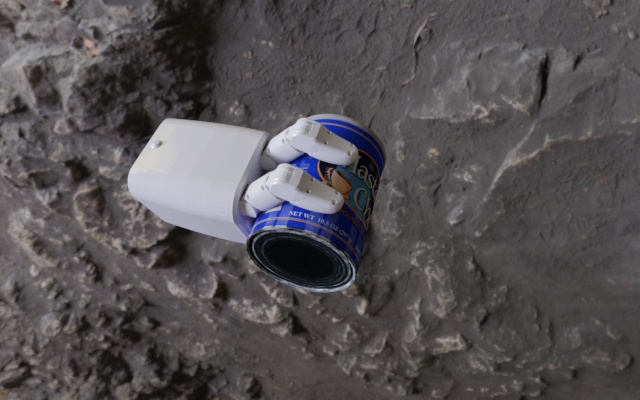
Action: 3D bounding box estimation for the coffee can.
[{"bbox_3d":[0.000,0.001,0.460,0.103,0.140,0.103,12,-36,9],"label":"coffee can"}]
